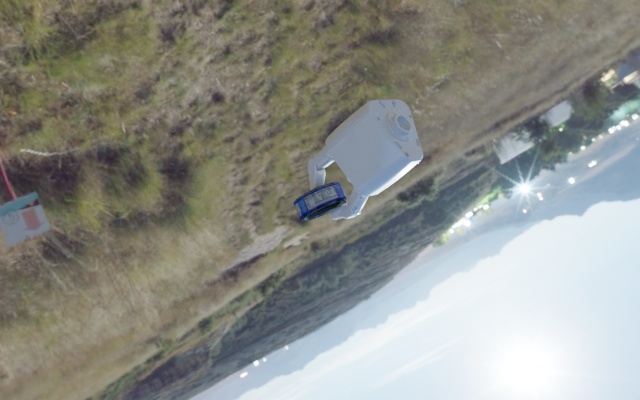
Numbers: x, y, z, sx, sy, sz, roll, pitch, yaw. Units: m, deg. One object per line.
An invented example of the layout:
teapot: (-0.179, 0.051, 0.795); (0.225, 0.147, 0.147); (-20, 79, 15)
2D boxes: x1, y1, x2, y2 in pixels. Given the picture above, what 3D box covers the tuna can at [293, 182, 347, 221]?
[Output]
tuna can: (0.000, 0.003, 0.793); (0.086, 0.033, 0.086); (-24, -10, -4)
